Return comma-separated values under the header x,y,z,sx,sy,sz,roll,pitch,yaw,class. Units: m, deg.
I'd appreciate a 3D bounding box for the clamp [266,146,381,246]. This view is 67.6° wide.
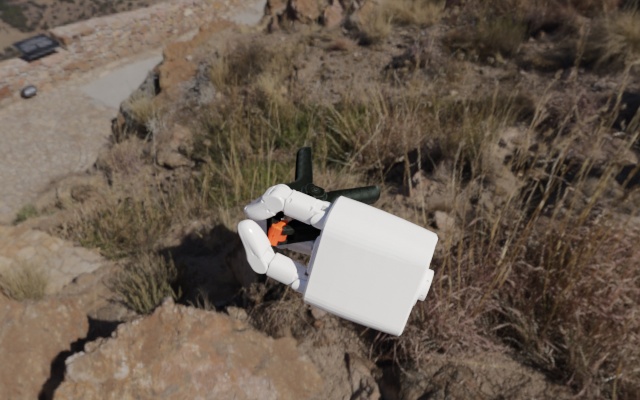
x,y,z,sx,sy,sz,roll,pitch,yaw,class
0.000,0.001,0.560,0.120,0.039,0.171,21,41,9,clamp
